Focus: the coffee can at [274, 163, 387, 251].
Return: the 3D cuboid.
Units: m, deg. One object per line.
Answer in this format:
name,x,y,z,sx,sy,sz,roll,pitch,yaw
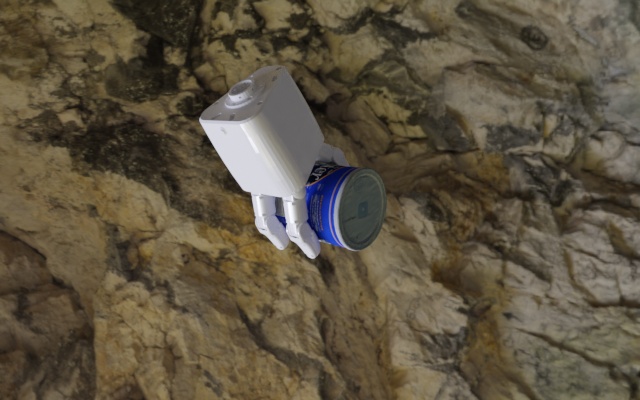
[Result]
coffee can,0.000,0.002,0.624,0.140,0.103,0.103,10,6,39
